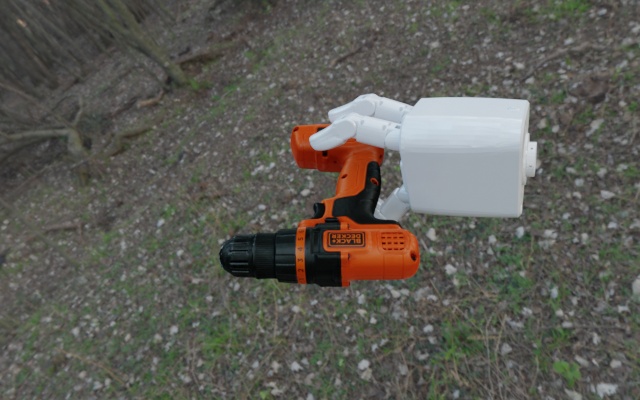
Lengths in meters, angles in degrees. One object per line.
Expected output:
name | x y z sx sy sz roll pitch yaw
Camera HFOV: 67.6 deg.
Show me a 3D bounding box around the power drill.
power drill | 0.000 0.001 0.487 0.184 0.187 0.057 1 -41 2
